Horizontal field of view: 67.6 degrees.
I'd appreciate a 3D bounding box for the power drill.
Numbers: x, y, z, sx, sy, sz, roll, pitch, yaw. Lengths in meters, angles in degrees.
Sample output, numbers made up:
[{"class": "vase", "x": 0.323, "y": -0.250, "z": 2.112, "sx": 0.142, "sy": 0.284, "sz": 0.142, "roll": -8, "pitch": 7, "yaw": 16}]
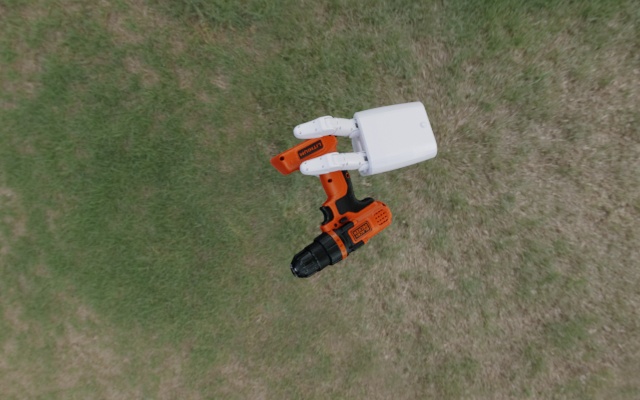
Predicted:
[{"class": "power drill", "x": 0.000, "y": 0.002, "z": 0.728, "sx": 0.184, "sy": 0.188, "sz": 0.057, "roll": -32, "pitch": 10, "yaw": -22}]
